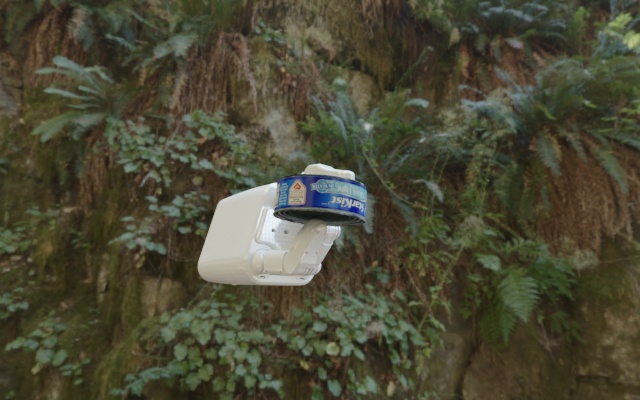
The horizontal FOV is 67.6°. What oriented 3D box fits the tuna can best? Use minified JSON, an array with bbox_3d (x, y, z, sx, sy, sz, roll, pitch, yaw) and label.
[{"bbox_3d":[0.000,0.001,0.444,0.086,0.033,0.086,4,-11,1],"label":"tuna can"}]
